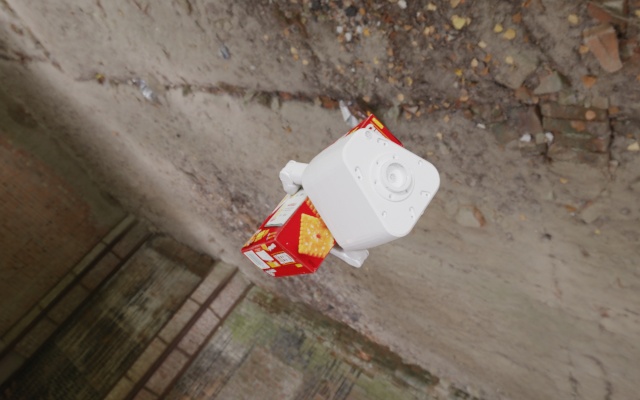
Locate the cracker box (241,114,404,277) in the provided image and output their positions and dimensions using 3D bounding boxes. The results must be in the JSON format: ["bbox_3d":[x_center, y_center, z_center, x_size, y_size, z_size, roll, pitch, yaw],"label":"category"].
[{"bbox_3d":[0.000,0.002,0.648,0.072,0.213,0.164,42,-24,-10],"label":"cracker box"}]
